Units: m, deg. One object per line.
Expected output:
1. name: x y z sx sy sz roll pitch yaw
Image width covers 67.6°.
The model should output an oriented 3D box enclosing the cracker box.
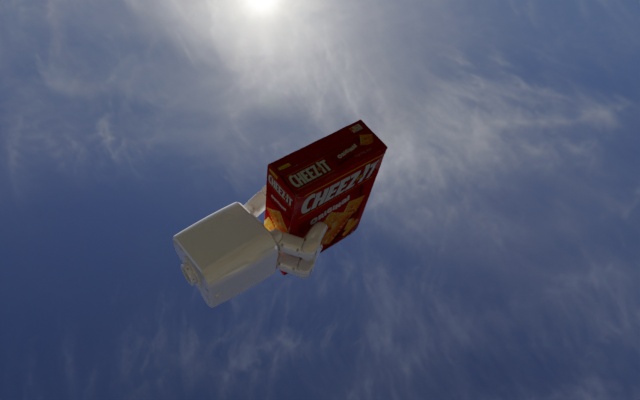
1. cracker box: 0.000 0.002 0.718 0.164 0.072 0.214 -30 -25 -27
